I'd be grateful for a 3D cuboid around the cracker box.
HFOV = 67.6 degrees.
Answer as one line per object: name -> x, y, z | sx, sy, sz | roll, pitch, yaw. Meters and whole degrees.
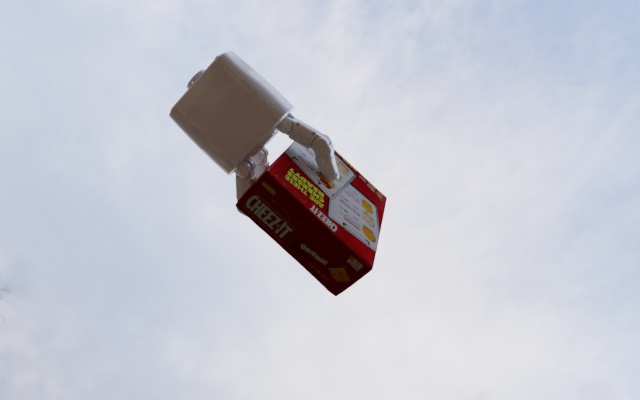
cracker box -> 0.000, 0.002, 0.630 | 0.072, 0.164, 0.213 | -44, 8, 25
